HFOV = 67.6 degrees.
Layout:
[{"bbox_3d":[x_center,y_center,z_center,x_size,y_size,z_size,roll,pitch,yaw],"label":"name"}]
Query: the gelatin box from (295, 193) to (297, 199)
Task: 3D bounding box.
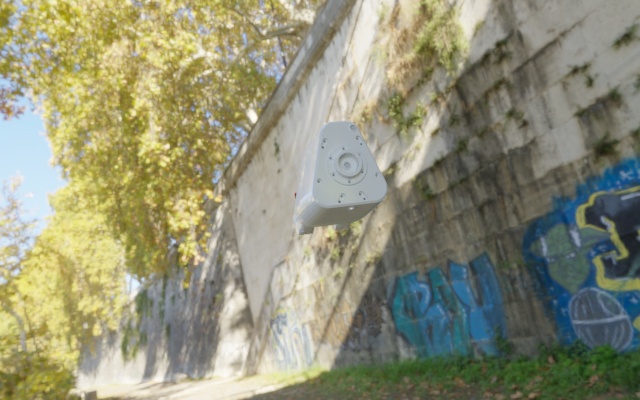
[{"bbox_3d":[0.000,0.002,0.736,0.073,0.030,0.089,-9,-8,-1],"label":"gelatin box"}]
